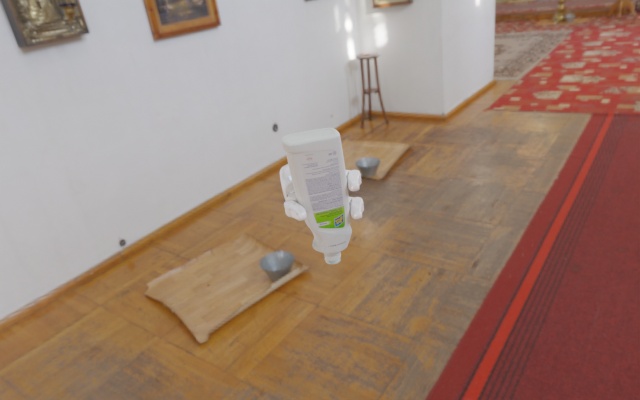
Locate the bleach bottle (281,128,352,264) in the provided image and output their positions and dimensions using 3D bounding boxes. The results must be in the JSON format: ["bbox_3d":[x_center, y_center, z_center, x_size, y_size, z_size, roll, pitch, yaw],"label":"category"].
[{"bbox_3d":[0.000,0.003,0.854,0.102,0.251,0.068,-11,25,-8],"label":"bleach bottle"}]
